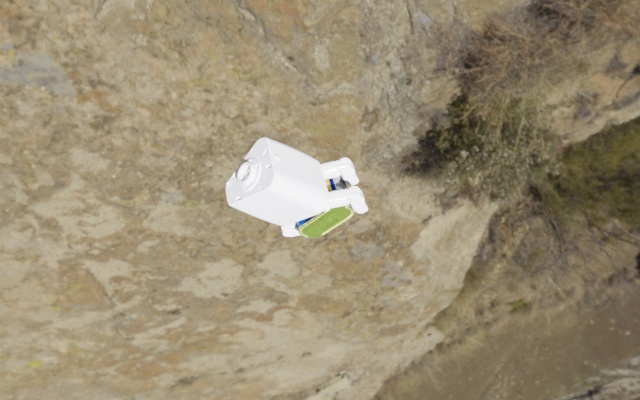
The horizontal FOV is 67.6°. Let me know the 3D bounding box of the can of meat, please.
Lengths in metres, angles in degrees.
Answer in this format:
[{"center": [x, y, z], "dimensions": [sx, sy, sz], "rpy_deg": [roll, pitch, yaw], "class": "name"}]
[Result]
[{"center": [0.000, 0.003, 0.781], "dimensions": [0.102, 0.084, 0.057], "rpy_deg": [-35, -39, 26], "class": "can of meat"}]
